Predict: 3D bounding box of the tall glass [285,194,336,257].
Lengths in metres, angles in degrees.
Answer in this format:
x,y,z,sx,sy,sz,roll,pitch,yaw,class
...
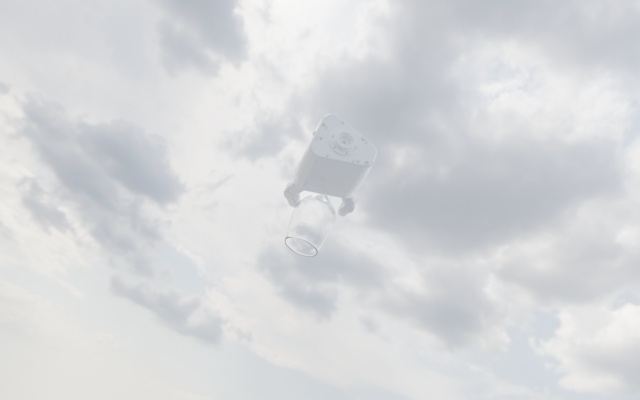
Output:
x,y,z,sx,sy,sz,roll,pitch,yaw,class
0.000,0.002,0.880,0.079,0.201,0.079,17,-31,11,tall glass
